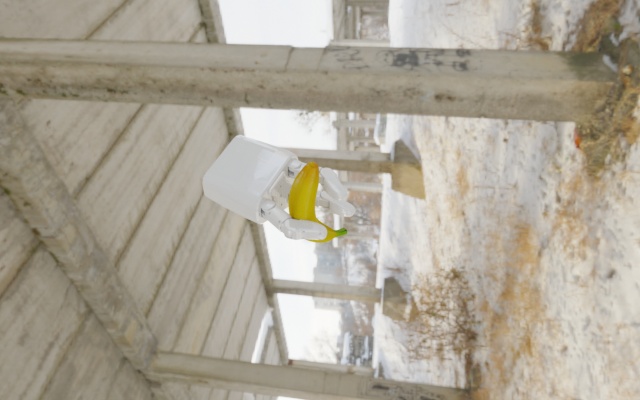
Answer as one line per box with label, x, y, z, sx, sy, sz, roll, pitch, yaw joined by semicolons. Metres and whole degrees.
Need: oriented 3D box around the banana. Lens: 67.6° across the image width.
banana;-0.013;0.016;0.689;0.037;0.069;0.198;45;-10;31
